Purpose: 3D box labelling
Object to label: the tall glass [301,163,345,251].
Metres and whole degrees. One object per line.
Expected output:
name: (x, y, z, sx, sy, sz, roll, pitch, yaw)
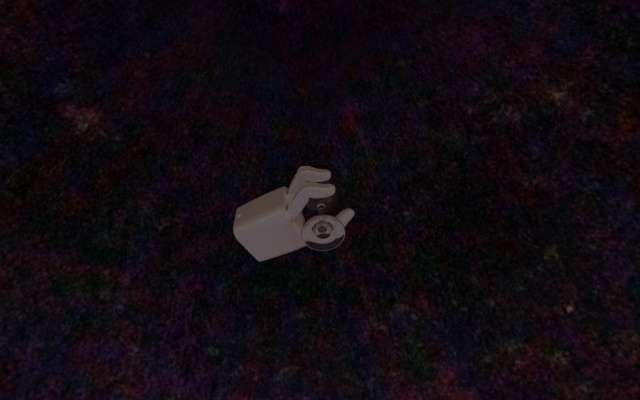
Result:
tall glass: (0.000, 0.003, 0.881, 0.079, 0.079, 0.201, 0, 32, -3)
